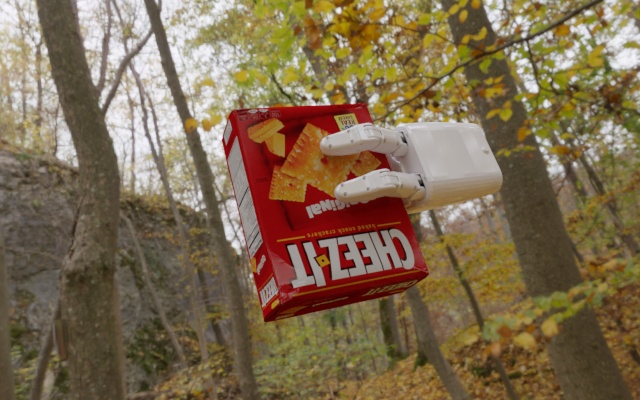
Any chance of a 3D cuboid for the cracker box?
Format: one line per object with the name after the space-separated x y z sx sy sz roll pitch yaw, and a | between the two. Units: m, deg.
0.000 0.002 0.507 0.164 0.213 0.072 -7 -24 -24 | cracker box
